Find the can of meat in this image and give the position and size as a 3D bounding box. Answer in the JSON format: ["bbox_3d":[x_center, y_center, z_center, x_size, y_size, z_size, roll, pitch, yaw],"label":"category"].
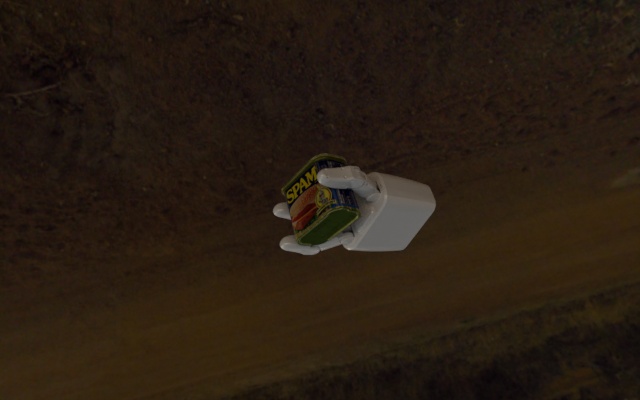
[{"bbox_3d":[0.000,0.002,0.634,0.057,0.084,0.102,10,-38,-39],"label":"can of meat"}]
